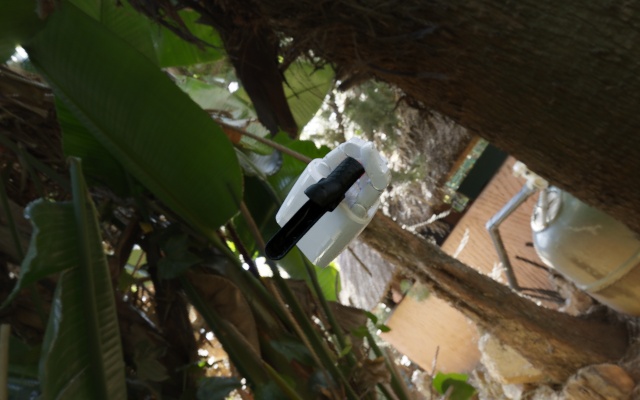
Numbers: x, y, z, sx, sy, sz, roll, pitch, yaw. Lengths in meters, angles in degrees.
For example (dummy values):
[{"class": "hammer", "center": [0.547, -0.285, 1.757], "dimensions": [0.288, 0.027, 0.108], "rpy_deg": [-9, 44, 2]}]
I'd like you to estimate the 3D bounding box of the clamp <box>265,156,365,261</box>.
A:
[{"class": "clamp", "center": [0.000, 0.001, 0.557], "dimensions": [0.120, 0.039, 0.171], "rpy_deg": [-44, -4, 33]}]
